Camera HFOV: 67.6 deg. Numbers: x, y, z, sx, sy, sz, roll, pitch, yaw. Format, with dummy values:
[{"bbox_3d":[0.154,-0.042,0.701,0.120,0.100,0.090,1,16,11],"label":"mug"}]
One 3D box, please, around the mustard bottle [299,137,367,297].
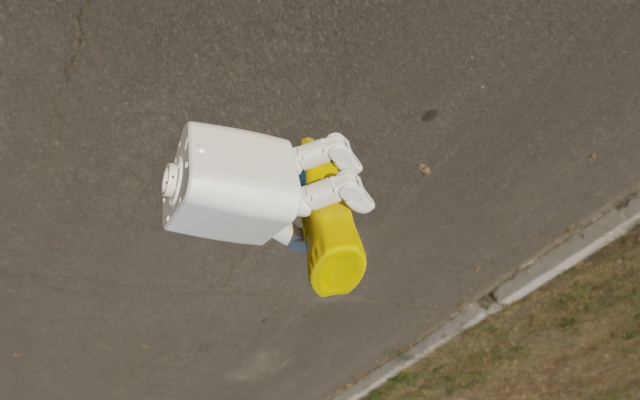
[{"bbox_3d":[0.000,0.002,0.530,0.058,0.191,0.096,-7,-38,-8],"label":"mustard bottle"}]
